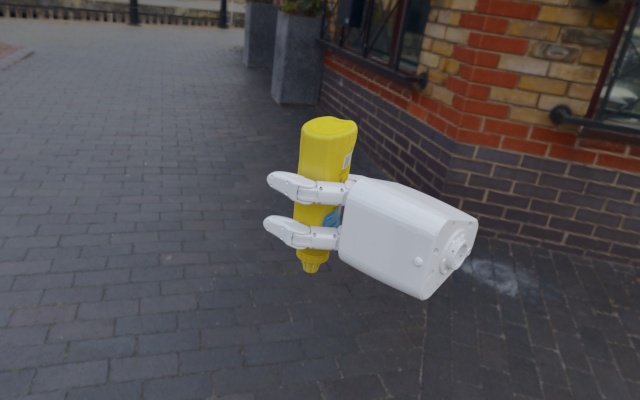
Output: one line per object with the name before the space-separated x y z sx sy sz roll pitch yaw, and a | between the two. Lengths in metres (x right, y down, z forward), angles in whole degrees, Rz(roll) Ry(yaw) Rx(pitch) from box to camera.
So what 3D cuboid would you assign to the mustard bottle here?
mustard bottle | 0.000 0.002 0.572 0.058 0.192 0.096 14 24 13
